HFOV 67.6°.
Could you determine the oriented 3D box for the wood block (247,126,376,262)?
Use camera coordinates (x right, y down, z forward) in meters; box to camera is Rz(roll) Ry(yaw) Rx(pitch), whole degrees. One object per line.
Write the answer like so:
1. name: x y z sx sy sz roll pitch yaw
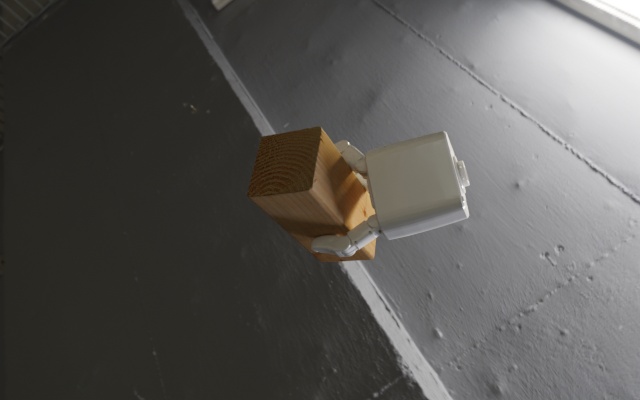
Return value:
1. wood block: 0.000 0.002 0.645 0.090 0.090 0.206 -6 -31 26
